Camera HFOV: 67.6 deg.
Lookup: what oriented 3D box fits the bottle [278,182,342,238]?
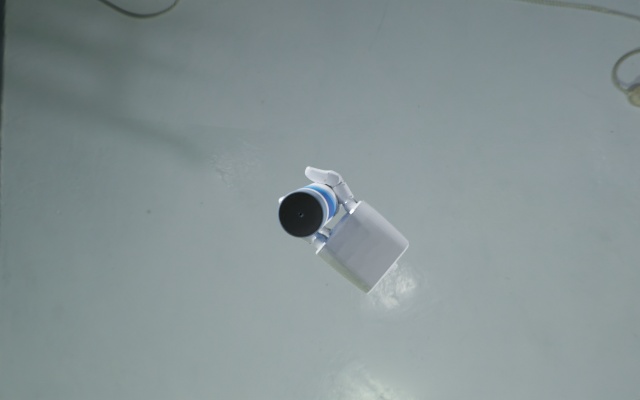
[{"bbox_3d":[0.000,0.003,0.798,0.069,0.069,0.295,0,6,11],"label":"bottle"}]
